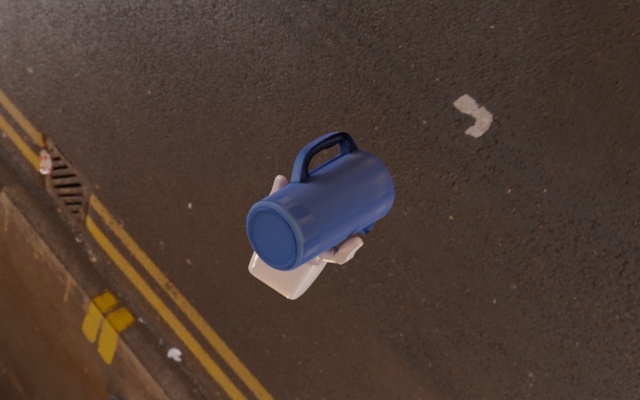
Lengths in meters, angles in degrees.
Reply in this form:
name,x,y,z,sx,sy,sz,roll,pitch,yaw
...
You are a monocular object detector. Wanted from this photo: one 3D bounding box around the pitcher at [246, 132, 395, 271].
name,x,y,z,sx,sy,sz,roll,pitch,yaw
pitcher,0.000,0.003,0.746,0.242,0.149,0.145,-29,-21,-48
